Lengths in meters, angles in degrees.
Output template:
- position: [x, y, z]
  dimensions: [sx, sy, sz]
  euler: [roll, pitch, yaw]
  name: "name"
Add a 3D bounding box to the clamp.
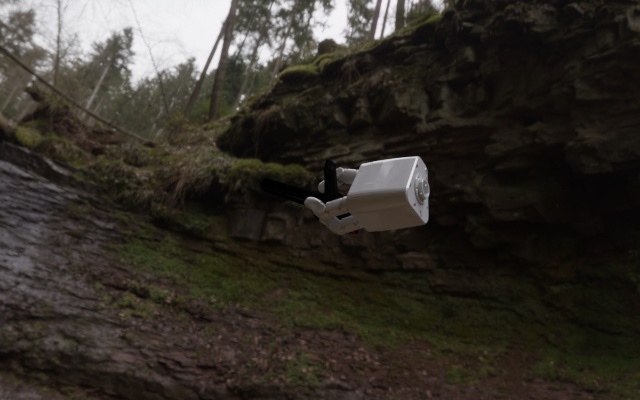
- position: [0.001, 0.002, 0.878]
  dimensions: [0.164, 0.036, 0.210]
  euler: [-7, -36, 33]
  name: "clamp"
